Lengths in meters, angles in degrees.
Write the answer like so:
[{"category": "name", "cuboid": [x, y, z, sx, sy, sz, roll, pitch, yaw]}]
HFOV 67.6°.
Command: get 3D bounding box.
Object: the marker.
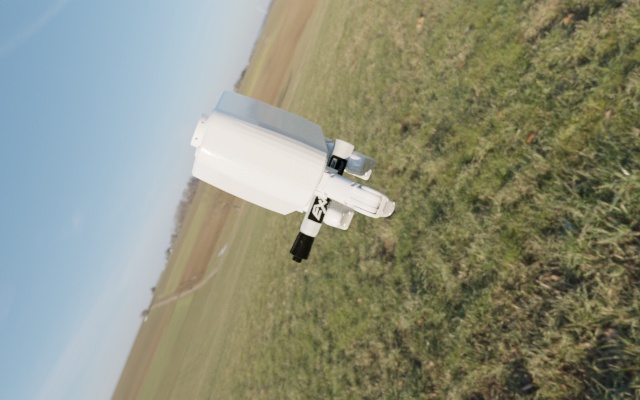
[{"category": "marker", "cuboid": [0.000, 0.001, 0.446, 0.020, 0.121, 0.020, 22, 3, -1]}]
